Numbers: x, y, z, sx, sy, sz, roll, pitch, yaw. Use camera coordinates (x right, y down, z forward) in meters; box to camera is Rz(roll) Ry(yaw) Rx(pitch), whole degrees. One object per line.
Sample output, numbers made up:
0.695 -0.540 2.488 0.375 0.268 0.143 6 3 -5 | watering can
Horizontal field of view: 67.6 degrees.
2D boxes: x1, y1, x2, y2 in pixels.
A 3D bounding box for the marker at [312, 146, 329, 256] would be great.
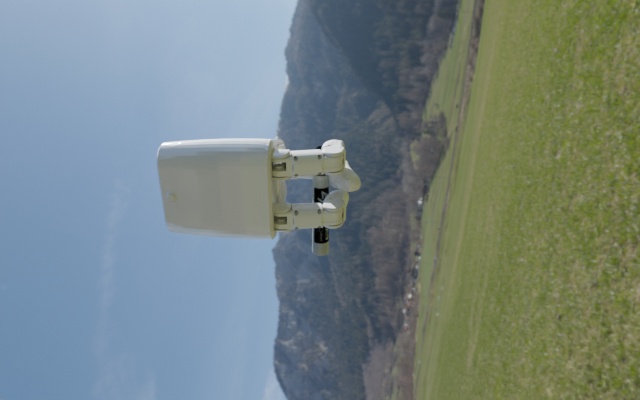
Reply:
0.000 0.002 0.505 0.020 0.121 0.020 0 24 0 | marker
